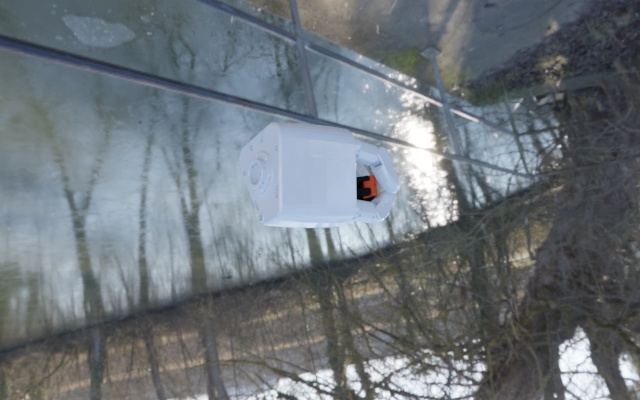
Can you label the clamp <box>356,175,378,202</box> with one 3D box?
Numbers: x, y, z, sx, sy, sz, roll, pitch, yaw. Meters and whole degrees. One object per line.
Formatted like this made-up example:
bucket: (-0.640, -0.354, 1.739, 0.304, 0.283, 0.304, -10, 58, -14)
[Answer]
clamp: (0.000, 0.003, 0.651, 0.120, 0.039, 0.171, 2, -21, -38)
